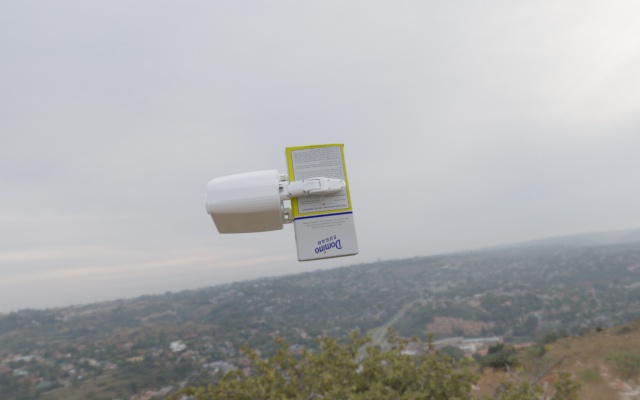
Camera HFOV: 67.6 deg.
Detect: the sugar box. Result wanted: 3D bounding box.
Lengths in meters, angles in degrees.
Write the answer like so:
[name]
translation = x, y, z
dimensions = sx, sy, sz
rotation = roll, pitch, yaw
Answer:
[sugar box]
translation = 0.000, 0.002, 0.740
dimensions = 0.093, 0.176, 0.048
rotation = -5, -8, -7
